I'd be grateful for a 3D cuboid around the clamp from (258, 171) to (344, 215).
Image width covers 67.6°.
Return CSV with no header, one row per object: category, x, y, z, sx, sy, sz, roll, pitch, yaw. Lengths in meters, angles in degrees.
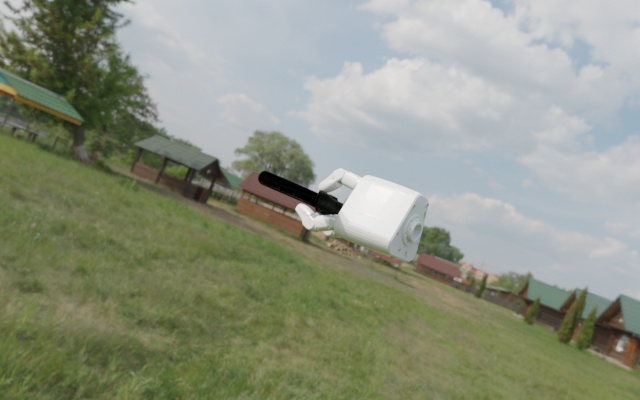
clamp,0.001,0.002,0.834,0.164,0.036,0.210,22,-2,39
